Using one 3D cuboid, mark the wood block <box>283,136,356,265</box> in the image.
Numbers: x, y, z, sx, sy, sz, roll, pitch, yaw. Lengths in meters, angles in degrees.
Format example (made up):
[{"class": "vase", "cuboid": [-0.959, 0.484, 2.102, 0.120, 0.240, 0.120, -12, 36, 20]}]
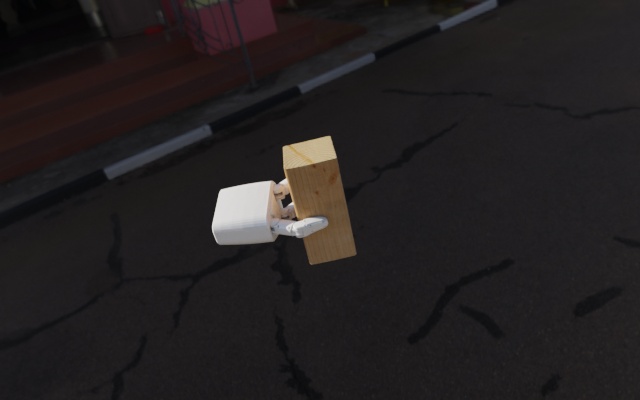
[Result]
[{"class": "wood block", "cuboid": [0.000, 0.003, 0.863, 0.090, 0.206, 0.090, -12, 32, 2]}]
